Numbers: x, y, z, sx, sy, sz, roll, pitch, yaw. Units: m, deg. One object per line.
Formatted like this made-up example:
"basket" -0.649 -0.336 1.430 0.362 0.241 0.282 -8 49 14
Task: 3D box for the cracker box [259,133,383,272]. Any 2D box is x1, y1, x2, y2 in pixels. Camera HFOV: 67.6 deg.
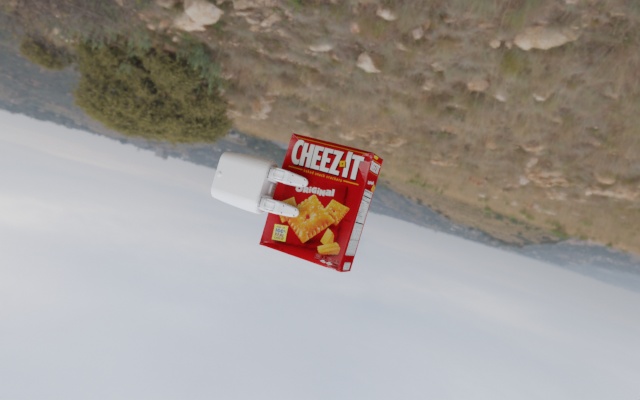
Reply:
"cracker box" 0.000 0.003 0.857 0.164 0.213 0.072 16 0 21
